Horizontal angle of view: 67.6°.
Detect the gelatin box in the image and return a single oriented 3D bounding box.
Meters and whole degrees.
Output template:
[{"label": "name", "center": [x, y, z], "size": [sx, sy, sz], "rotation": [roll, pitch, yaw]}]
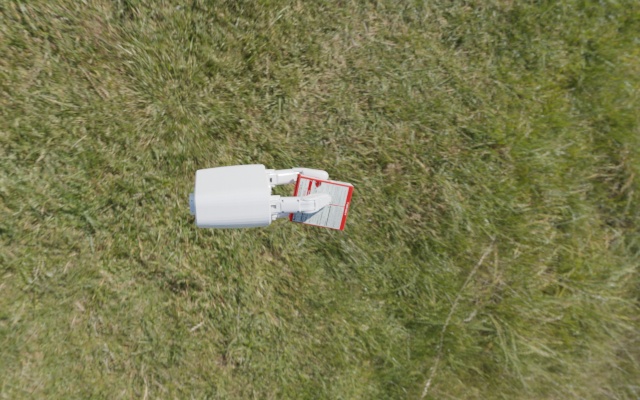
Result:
[{"label": "gelatin box", "center": [0.001, 0.003, 0.746], "size": [0.089, 0.073, 0.030], "rotation": [11, 10, -8]}]
